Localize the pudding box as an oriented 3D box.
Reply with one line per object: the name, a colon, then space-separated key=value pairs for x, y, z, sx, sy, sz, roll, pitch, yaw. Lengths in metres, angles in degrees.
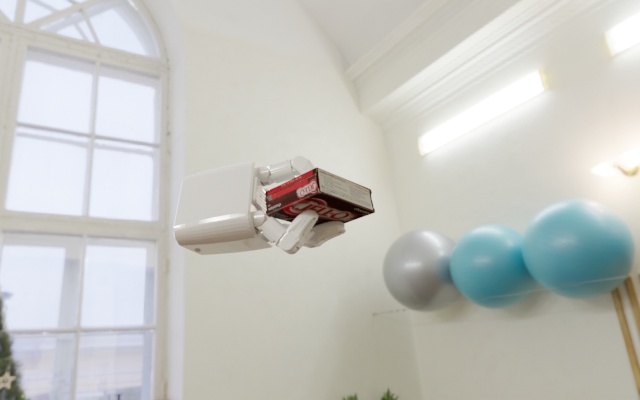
pudding box: x=0.000 y=0.002 z=0.606 sx=0.090 sy=0.039 sz=0.113 roll=-22 pitch=-25 yaw=37
